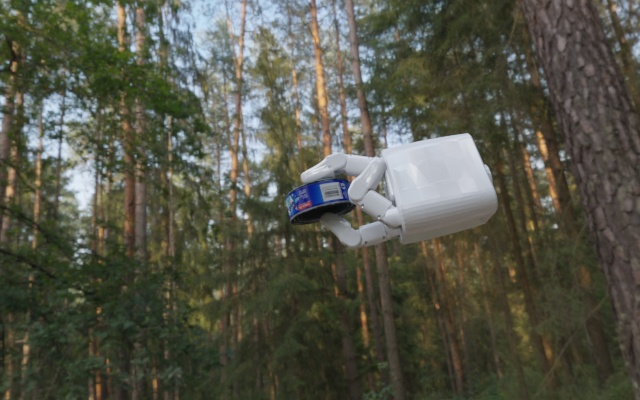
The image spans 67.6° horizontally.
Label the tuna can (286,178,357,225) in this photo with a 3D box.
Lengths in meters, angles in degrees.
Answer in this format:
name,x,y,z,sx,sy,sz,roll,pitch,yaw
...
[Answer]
name,x,y,z,sx,sy,sz,roll,pitch,yaw
tuna can,0.000,0.001,0.601,0.086,0.033,0.086,-14,-14,-3
